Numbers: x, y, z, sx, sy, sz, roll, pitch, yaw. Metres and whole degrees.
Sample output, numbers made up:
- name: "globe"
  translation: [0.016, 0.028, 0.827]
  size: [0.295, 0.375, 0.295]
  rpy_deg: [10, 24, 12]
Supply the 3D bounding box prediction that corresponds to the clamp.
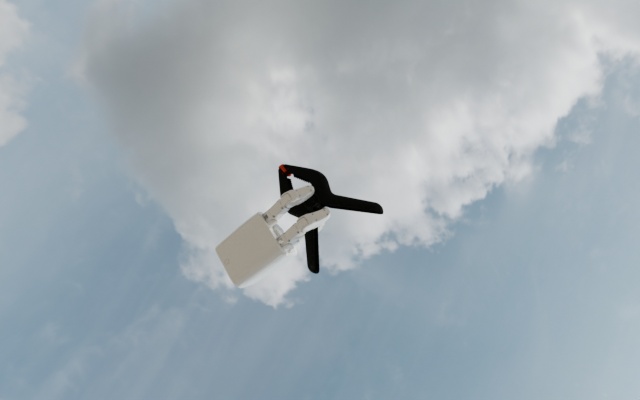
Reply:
- name: "clamp"
  translation: [0.000, 0.003, 0.855]
  size: [0.164, 0.210, 0.036]
  rpy_deg: [-36, -25, 3]
